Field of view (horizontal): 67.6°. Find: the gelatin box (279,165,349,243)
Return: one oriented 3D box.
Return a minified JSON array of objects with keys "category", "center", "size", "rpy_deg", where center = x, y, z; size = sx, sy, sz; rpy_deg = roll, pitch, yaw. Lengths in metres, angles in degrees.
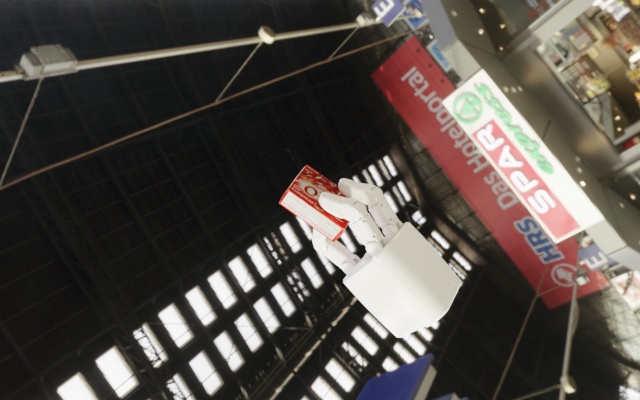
[{"category":"gelatin box","center":[0.000,0.002,0.623],"size":[0.089,0.030,0.073],"rpy_deg":[35,35,-3]}]
